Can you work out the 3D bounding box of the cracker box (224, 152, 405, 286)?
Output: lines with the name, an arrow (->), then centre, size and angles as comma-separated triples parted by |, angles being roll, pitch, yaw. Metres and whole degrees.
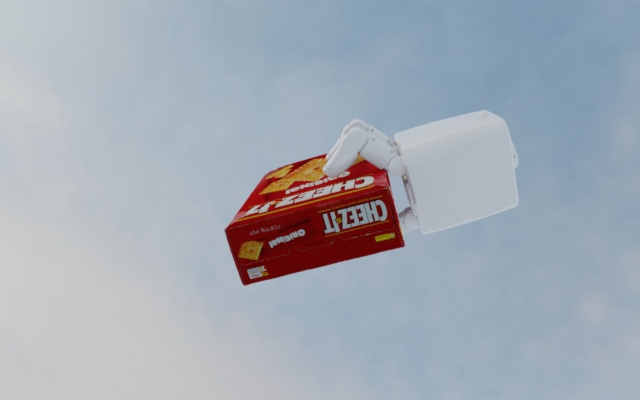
cracker box -> 0.000, 0.002, 0.544 | 0.164, 0.072, 0.213 | -15, 15, 9
